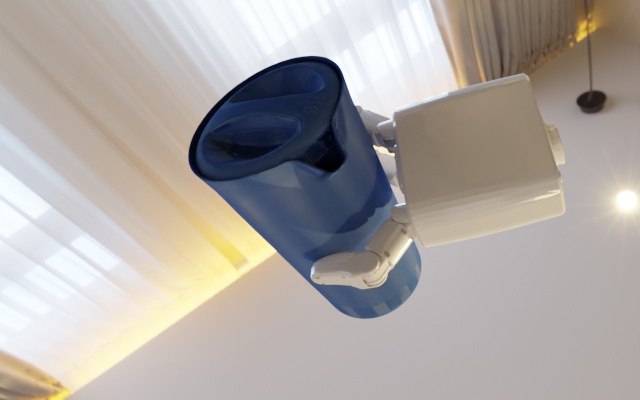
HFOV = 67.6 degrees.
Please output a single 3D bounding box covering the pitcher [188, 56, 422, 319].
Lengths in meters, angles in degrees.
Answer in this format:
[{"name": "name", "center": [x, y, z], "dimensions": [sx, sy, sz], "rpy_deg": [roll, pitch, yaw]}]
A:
[{"name": "pitcher", "center": [0.000, 0.001, 0.437], "dimensions": [0.145, 0.149, 0.243], "rpy_deg": [-15, -45, 21]}]
